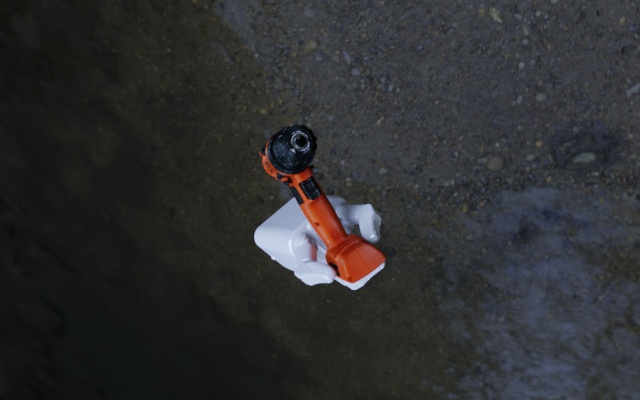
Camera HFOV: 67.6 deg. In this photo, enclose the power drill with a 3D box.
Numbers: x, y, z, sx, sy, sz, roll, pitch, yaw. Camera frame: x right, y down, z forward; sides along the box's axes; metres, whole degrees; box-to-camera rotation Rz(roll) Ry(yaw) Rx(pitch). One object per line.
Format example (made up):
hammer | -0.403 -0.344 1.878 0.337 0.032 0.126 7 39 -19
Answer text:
power drill | 0.000 0.002 0.551 0.057 0.187 0.184 -32 5 -9
